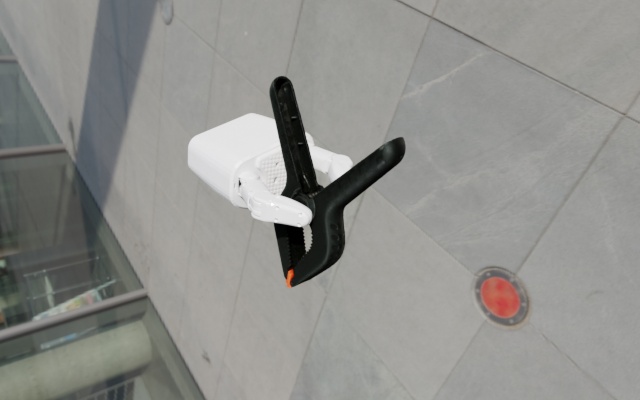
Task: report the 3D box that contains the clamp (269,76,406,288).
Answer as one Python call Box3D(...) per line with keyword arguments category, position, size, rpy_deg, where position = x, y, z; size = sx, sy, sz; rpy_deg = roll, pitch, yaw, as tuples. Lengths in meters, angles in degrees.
Box3D(category="clamp", position=(-0.001, 0.002, 0.459), size=(0.036, 0.210, 0.164), rpy_deg=(-15, 32, -40))
